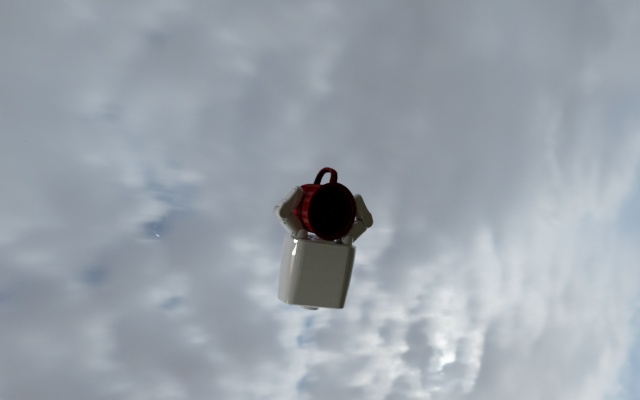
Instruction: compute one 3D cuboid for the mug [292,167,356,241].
[{"bbox_3d":[0.000,0.001,0.785,0.093,0.117,0.081,10,-1,-32],"label":"mug"}]
